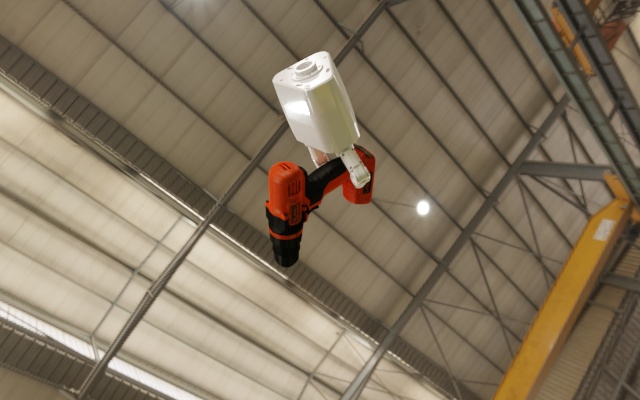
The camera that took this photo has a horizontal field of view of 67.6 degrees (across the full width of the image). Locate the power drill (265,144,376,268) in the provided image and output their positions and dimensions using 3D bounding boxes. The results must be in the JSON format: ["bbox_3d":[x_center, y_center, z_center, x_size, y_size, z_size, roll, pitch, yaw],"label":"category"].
[{"bbox_3d":[0.000,0.002,0.740,0.187,0.185,0.057,-28,48,-34],"label":"power drill"}]
